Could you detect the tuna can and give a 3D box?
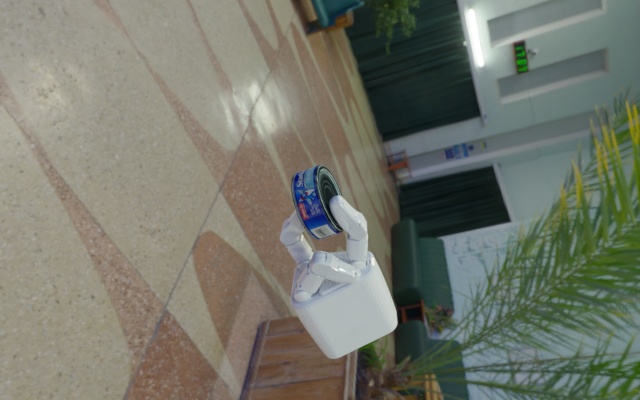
[{"bbox_3d":[0.001,0.002,0.570,0.034,0.086,0.086,-19,-6,19],"label":"tuna can"}]
